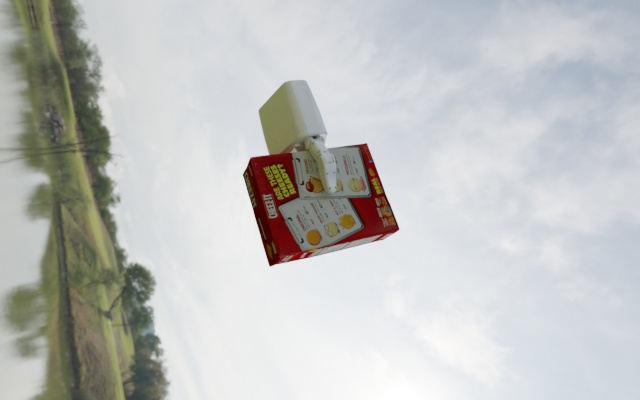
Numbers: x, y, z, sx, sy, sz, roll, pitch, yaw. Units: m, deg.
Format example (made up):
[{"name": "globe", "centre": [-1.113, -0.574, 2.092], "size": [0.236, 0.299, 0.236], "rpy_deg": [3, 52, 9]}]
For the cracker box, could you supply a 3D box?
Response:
[{"name": "cracker box", "centre": [0.000, 0.002, 0.774], "size": [0.213, 0.164, 0.072], "rpy_deg": [-11, -18, -25]}]
